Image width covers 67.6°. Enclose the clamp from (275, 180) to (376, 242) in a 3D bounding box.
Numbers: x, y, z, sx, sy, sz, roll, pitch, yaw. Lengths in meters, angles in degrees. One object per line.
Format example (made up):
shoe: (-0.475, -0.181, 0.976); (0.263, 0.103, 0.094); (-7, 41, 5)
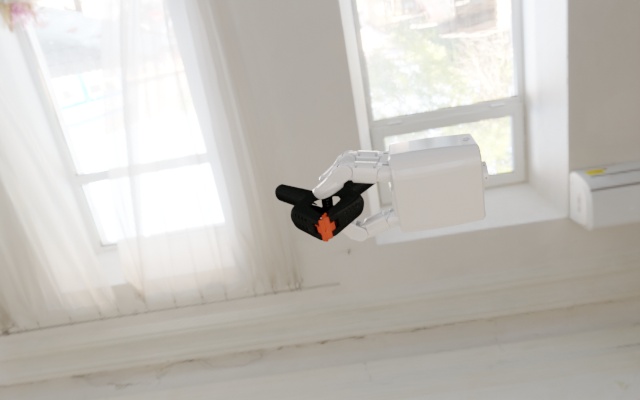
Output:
clamp: (0.000, 0.003, 0.641); (0.164, 0.036, 0.210); (-11, 18, 13)
